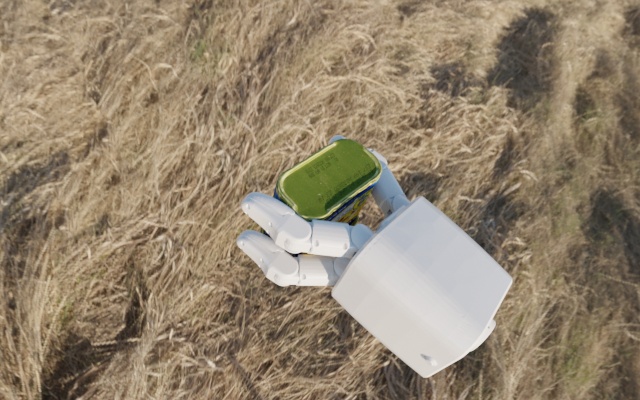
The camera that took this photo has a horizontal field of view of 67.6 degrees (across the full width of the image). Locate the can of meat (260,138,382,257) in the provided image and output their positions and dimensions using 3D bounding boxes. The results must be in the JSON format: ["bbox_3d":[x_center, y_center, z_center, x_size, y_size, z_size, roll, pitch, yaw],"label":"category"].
[{"bbox_3d":[0.000,0.001,0.424,0.102,0.057,0.084,-36,-17,-31],"label":"can of meat"}]
